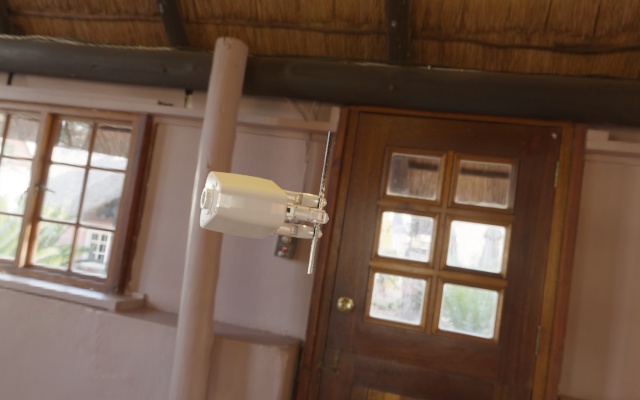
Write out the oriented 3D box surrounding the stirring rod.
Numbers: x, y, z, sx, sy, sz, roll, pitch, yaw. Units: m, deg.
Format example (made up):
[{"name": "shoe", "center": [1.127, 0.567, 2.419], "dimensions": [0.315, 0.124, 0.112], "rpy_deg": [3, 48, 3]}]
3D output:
[{"name": "stirring rod", "center": [0.000, 0.003, 0.800], "dimensions": [0.011, 0.239, 0.011], "rpy_deg": [9, -4, 1]}]
